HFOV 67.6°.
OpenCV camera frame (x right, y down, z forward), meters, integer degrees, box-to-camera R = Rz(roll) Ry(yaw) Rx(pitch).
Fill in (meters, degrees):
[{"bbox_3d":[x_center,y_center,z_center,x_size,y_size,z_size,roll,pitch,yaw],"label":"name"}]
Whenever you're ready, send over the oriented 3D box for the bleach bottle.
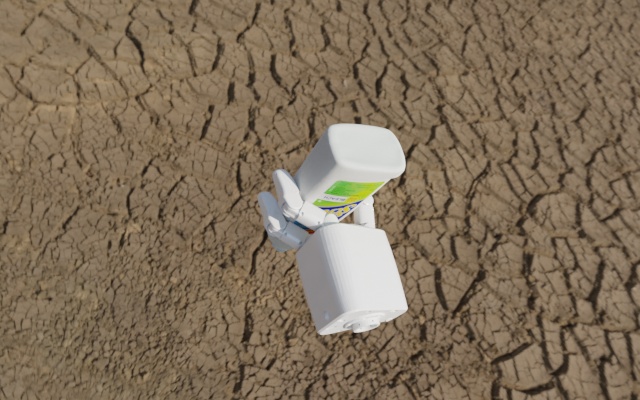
[{"bbox_3d":[0.000,0.002,0.627,0.102,0.068,0.251,2,-31,-28],"label":"bleach bottle"}]
